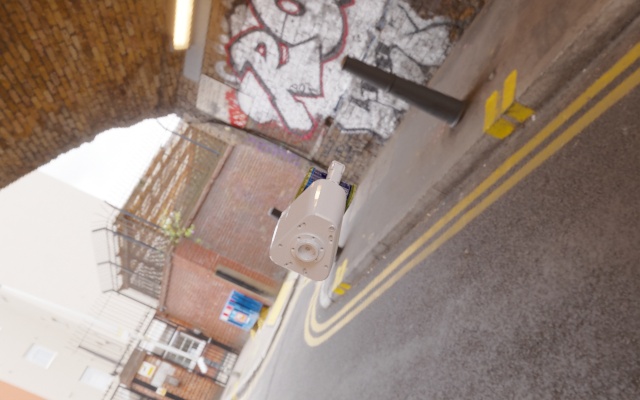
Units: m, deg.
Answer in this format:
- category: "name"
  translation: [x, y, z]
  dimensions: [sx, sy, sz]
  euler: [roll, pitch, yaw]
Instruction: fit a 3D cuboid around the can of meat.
- category: "can of meat"
  translation: [0.000, 0.002, 0.805]
  dimensions: [0.084, 0.102, 0.057]
  euler: [25, 32, -5]
